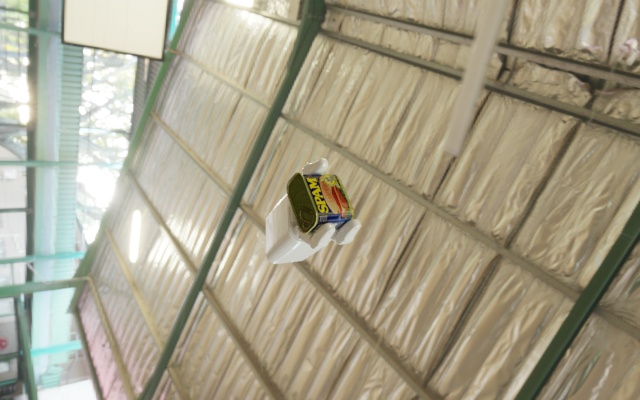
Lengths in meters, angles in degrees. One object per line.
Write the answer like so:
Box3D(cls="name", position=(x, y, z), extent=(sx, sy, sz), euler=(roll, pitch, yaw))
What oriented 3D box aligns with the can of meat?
Box3D(cls="can of meat", position=(0.000, 0.003, 0.821), extent=(0.084, 0.102, 0.057), euler=(-2, -30, -37))
